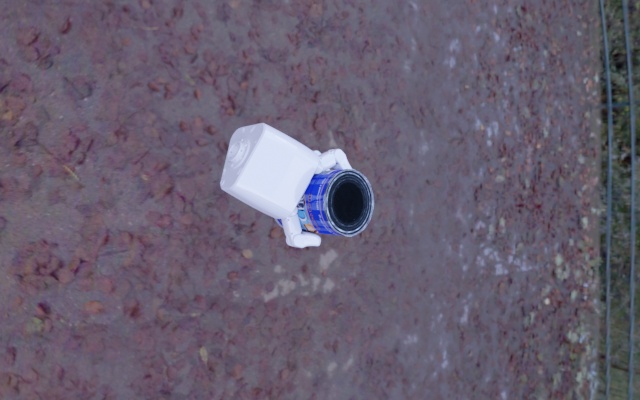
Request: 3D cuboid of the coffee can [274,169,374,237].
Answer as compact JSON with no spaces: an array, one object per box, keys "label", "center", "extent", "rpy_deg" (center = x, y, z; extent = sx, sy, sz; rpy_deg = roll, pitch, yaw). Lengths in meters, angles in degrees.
[{"label":"coffee can","center":[0.000,0.003,0.768],"extent":[0.103,0.103,0.140],"rpy_deg":[0,1,-40]}]
